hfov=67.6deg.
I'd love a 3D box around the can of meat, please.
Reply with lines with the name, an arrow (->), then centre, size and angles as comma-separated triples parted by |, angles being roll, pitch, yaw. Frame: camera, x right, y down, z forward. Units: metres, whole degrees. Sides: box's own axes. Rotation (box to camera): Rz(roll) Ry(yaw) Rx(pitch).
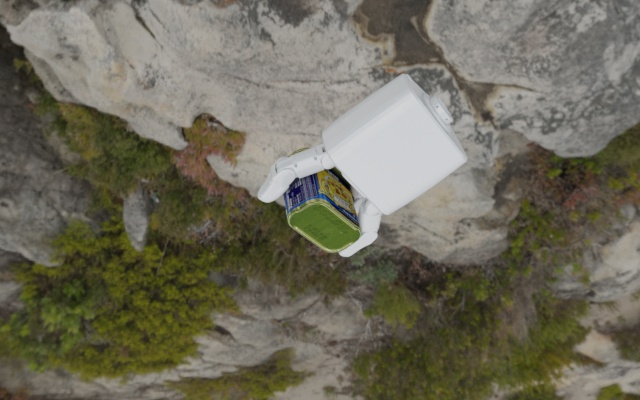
can of meat -> 0.000, 0.002, 0.556 | 0.057, 0.083, 0.102 | -32, -46, 21
